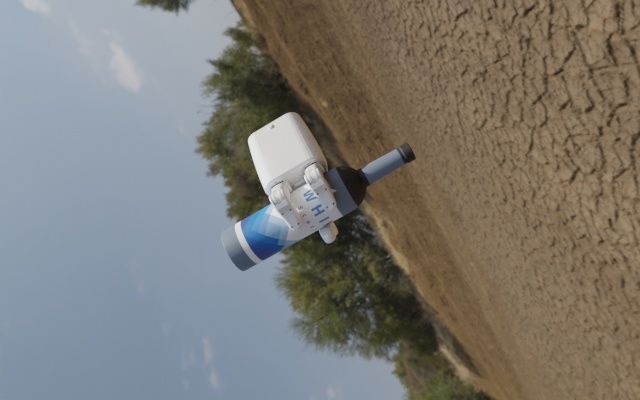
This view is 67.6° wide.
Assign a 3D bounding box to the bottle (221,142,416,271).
[{"bbox_3d":[0.000,0.002,0.684,0.296,0.069,0.069,-30,-3,6],"label":"bottle"}]
